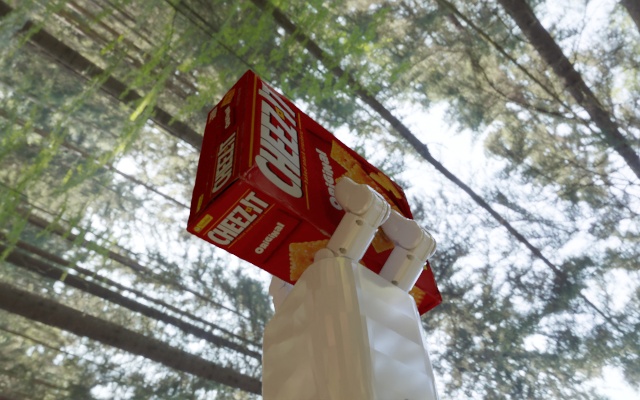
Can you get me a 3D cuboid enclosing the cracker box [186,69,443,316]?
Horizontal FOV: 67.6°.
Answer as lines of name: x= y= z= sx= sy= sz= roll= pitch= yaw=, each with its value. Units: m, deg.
cracker box: x=0.000 y=0.002 z=0.424 sx=0.214 sy=0.164 sz=0.072 roll=34 pitch=-61 yaw=-29
